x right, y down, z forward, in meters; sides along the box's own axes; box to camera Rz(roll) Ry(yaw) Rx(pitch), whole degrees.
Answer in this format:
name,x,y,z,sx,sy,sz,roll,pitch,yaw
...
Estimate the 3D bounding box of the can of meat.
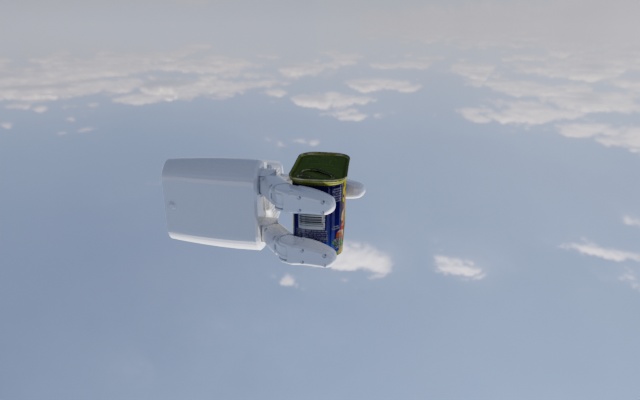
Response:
name,x,y,z,sx,sy,sz,roll,pitch,yaw
can of meat,0.000,0.002,0.507,0.057,0.084,0.102,3,20,5
